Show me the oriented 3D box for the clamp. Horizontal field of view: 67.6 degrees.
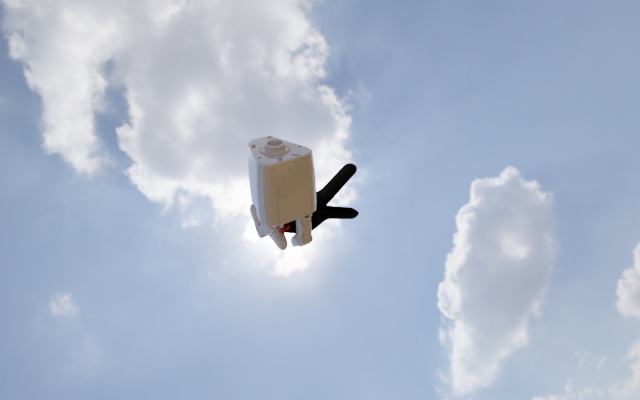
[{"bbox_3d":[0.000,0.003,0.838,0.171,0.120,0.039,-20,35,-29],"label":"clamp"}]
